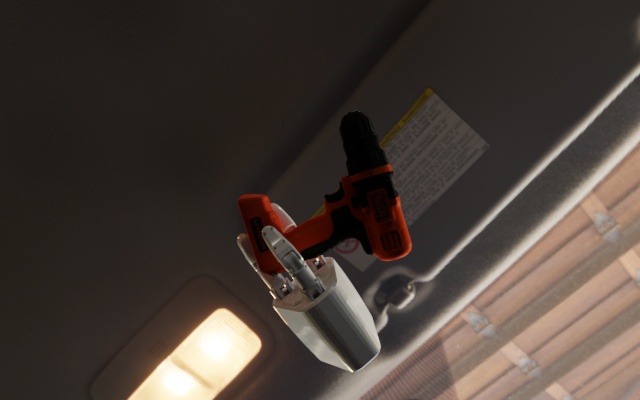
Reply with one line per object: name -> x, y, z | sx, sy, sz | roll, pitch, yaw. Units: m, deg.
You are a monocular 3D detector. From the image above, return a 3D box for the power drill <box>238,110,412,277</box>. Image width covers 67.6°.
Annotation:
power drill -> 0.000, 0.002, 0.579 | 0.187, 0.184, 0.057 | -18, -2, 8
